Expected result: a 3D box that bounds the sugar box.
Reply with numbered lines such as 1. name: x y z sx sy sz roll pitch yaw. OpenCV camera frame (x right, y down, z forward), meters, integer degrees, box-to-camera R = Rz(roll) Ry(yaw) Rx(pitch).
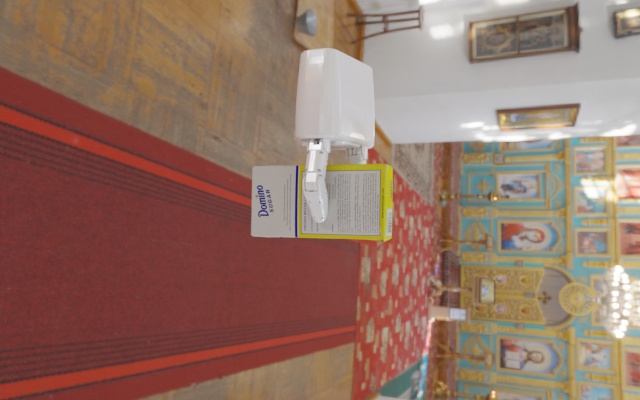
1. sugar box: 0.000 0.002 0.603 0.176 0.093 0.048 1 -1 21
